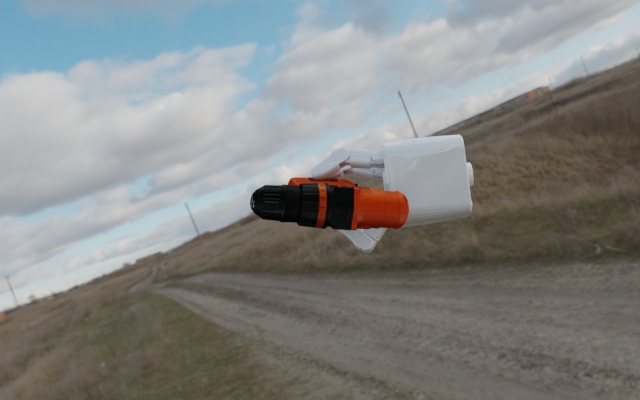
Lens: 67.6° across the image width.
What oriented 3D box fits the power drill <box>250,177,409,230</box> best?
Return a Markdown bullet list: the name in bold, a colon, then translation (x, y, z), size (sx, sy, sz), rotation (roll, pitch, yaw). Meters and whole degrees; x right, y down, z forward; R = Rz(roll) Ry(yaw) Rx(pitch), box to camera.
- **power drill**: translation (0.000, 0.002, 0.618), size (0.184, 0.057, 0.187), rotation (5, 5, -10)
